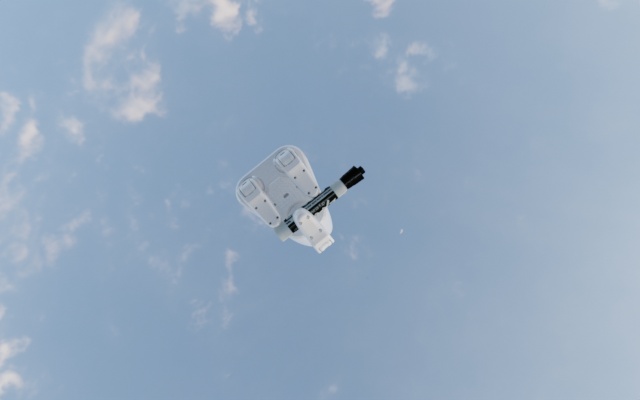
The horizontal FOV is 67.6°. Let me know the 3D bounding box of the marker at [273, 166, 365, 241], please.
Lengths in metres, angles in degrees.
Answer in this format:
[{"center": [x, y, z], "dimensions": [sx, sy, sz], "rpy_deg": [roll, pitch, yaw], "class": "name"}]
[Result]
[{"center": [0.000, 0.002, 0.533], "dimensions": [0.121, 0.020, 0.020], "rpy_deg": [-38, 1, -2], "class": "marker"}]
